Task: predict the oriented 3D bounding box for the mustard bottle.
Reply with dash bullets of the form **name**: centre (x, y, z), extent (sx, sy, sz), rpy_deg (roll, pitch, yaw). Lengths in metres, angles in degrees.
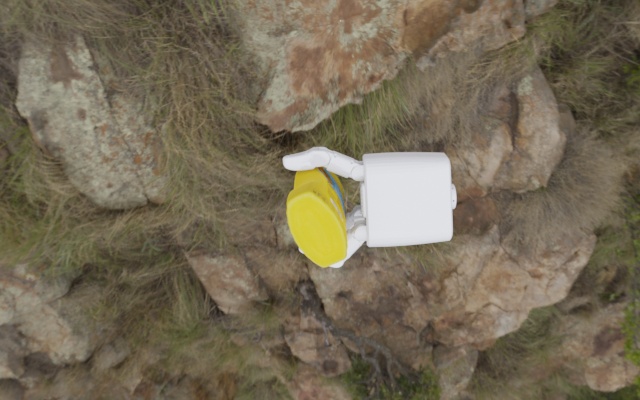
- **mustard bottle**: centre (0.000, 0.002, 0.620), extent (0.058, 0.096, 0.191), rpy_deg (-26, 17, 12)
